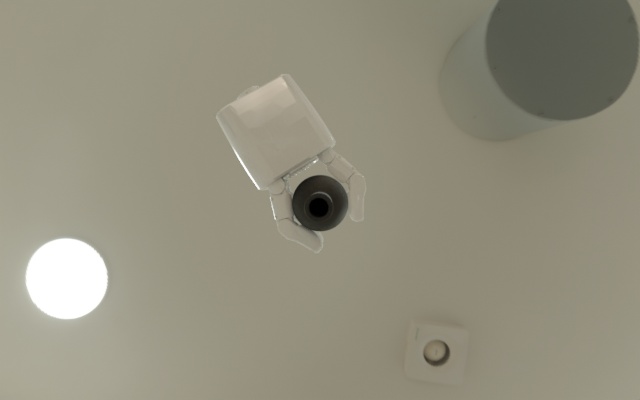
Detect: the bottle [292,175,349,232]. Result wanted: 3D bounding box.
[{"bbox_3d":[0.000,0.002,0.595,0.069,0.069,0.295,0,2,1],"label":"bottle"}]
